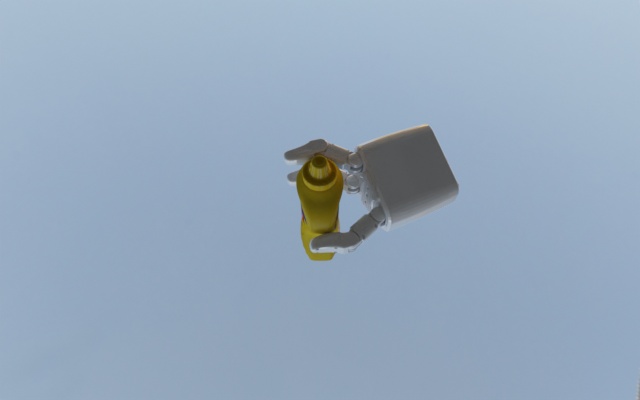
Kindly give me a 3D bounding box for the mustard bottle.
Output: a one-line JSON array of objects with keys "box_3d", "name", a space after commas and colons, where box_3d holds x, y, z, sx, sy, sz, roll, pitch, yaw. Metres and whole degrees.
[{"box_3d": [0.000, 0.002, 0.621, 0.058, 0.096, 0.192, 1, -29, 0], "name": "mustard bottle"}]
